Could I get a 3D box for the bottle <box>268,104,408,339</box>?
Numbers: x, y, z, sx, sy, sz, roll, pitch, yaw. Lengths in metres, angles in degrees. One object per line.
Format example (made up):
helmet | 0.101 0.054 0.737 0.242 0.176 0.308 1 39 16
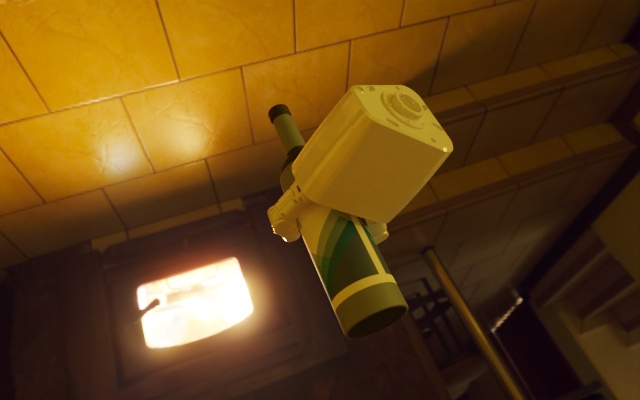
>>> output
bottle | 0.000 0.002 0.528 0.069 0.295 0.069 -18 -32 -12
